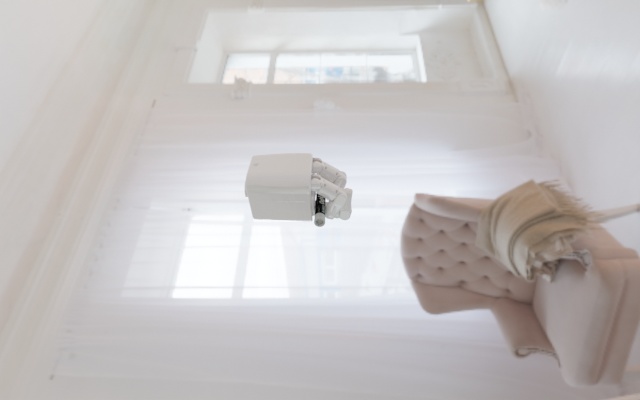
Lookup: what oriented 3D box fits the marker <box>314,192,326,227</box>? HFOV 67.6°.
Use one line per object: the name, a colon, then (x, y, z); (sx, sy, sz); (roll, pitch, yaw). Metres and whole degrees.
marker: (0.000, 0.003, 0.817); (0.020, 0.020, 0.121); (0, 34, 2)
